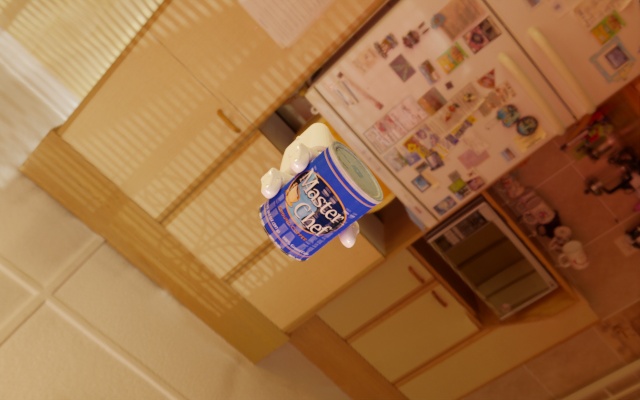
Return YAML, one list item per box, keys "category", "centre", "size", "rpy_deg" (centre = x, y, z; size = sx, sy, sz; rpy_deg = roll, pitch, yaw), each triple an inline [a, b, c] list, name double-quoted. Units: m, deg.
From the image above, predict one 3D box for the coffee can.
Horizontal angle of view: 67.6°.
- category: "coffee can"
  centre: [0.000, 0.002, 0.654]
  size: [0.140, 0.102, 0.103]
  rpy_deg: [-40, -16, 20]
